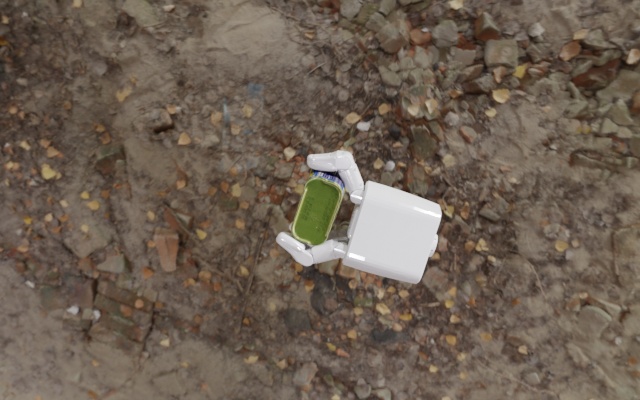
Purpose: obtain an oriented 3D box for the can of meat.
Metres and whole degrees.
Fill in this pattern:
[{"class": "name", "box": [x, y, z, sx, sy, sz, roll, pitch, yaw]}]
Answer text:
[{"class": "can of meat", "box": [0.000, 0.002, 0.662, 0.057, 0.102, 0.084, 19, 22, 1]}]
